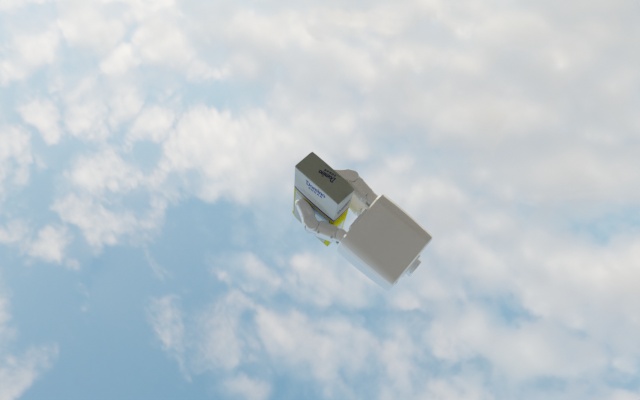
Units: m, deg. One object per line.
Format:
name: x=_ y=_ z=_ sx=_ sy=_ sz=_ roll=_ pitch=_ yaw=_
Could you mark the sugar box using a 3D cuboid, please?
sugar box: x=0.001 y=0.002 z=0.788 sx=0.048 sy=0.093 sz=0.176 roll=-42 pitch=-15 yaw=-24
